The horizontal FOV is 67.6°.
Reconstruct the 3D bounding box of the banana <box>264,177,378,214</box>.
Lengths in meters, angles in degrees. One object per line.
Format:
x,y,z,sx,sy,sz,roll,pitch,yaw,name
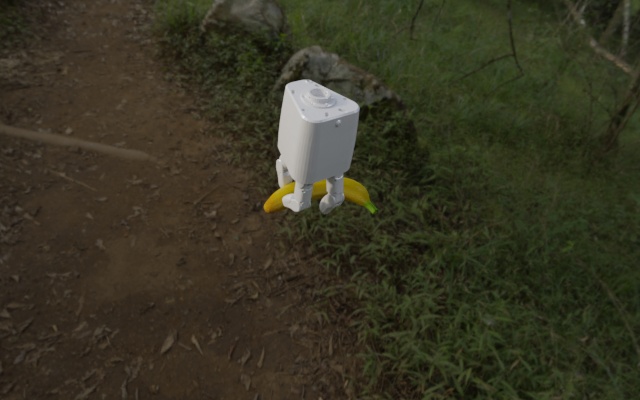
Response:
0.000,-0.011,0.809,0.198,0.069,0.037,0,-43,-15,banana
